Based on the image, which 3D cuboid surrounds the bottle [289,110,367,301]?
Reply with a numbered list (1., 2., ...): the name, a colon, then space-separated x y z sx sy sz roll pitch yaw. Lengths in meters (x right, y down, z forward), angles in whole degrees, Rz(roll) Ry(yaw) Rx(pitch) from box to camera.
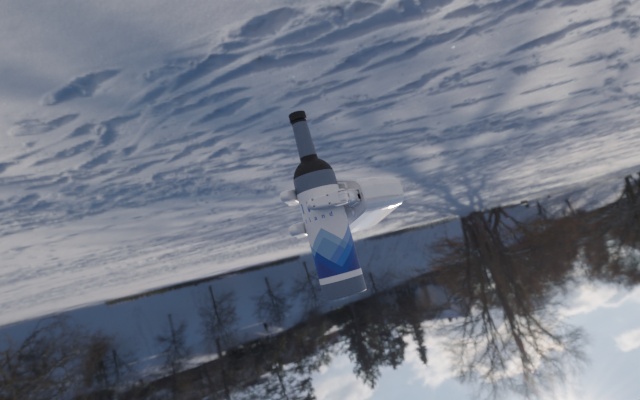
1. bottle: 0.000 0.003 0.743 0.069 0.295 0.069 -15 -7 -2
